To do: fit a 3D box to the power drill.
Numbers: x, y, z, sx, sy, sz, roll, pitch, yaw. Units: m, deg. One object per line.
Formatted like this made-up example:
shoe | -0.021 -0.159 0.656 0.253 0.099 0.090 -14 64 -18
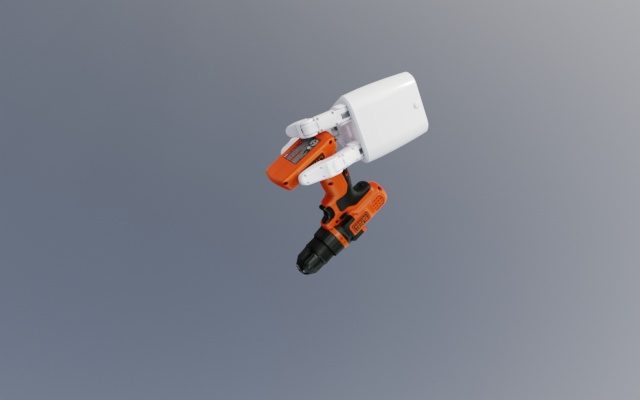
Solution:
power drill | 0.000 0.002 0.708 0.057 0.184 0.188 31 -17 47
